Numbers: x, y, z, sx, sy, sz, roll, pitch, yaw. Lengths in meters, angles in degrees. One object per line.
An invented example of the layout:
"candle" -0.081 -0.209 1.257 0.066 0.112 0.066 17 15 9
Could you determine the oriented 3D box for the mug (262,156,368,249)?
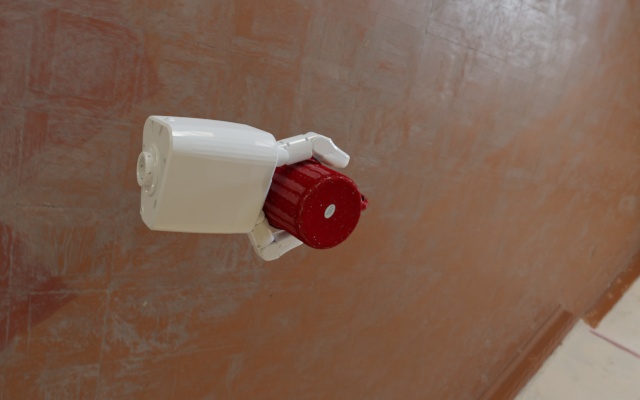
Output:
"mug" 0.001 0.002 0.518 0.117 0.093 0.081 1 17 -34
